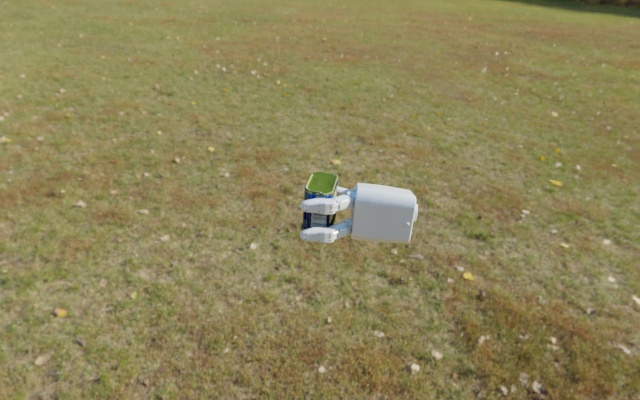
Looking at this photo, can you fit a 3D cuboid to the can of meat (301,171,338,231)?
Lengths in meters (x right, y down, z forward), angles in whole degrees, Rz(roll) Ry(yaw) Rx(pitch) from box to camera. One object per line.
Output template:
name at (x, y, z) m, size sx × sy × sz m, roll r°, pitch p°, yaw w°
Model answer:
can of meat at (0.000, 0.003, 0.870) m, size 0.057 × 0.084 × 0.102 m, roll 8°, pitch 26°, yaw 6°
